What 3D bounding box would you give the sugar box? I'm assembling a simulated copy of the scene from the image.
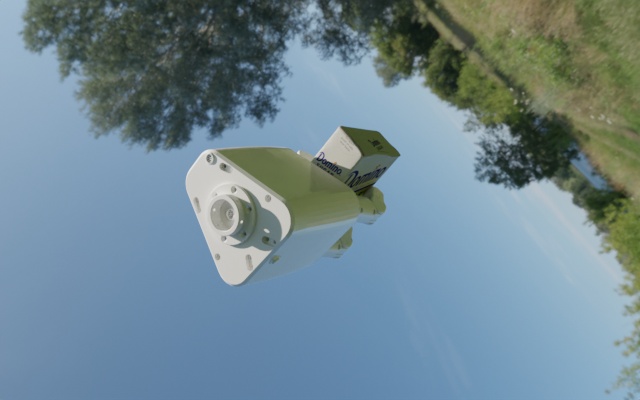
[{"bbox_3d":[0.000,0.002,0.508,0.176,0.048,0.093,-47,-18,25],"label":"sugar box"}]
